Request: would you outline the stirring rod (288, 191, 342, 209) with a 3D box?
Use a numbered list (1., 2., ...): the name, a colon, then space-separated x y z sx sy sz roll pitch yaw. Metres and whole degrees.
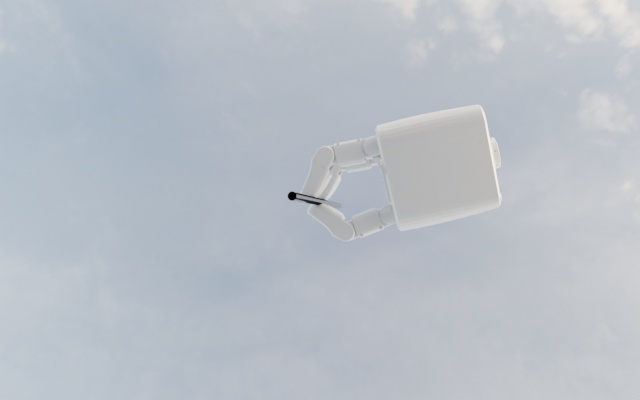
1. stirring rod: 0.000 0.002 0.531 0.011 0.011 0.239 0 -3 12
